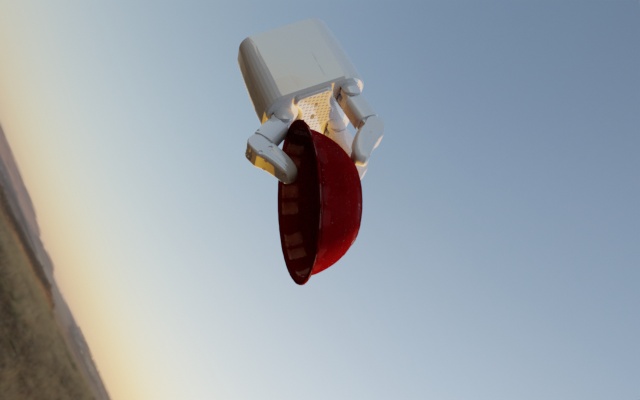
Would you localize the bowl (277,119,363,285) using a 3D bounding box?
[{"bbox_3d":[0.001,0.003,0.476,0.055,0.162,0.162,0,0,-17],"label":"bowl"}]
